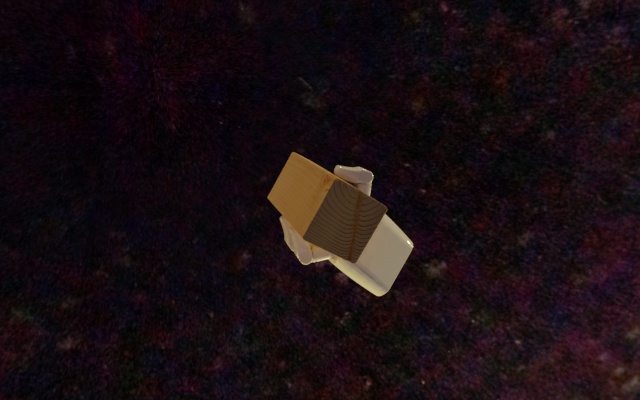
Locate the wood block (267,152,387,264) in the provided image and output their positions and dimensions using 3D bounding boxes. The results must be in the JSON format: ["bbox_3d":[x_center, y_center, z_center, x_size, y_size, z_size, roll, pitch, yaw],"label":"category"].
[{"bbox_3d":[0.001,0.002,0.707,0.090,0.091,0.206,28,4,-24],"label":"wood block"}]
